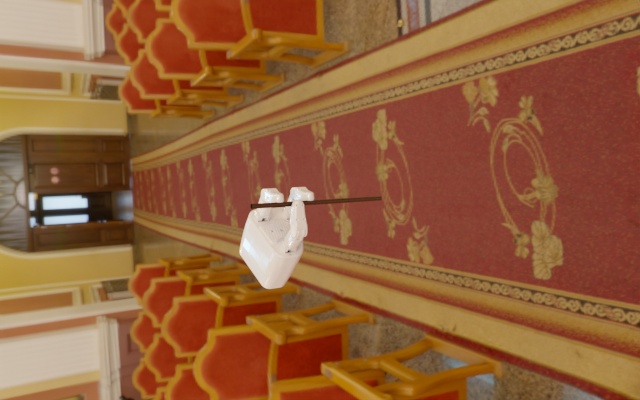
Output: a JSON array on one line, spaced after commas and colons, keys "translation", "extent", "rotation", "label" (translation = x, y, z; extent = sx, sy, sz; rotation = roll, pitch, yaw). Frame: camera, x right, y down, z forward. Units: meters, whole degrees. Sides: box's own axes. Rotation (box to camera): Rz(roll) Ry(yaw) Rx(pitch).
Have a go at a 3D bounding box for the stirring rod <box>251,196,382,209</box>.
[{"translation": [0.000, 0.003, 0.789], "extent": [0.239, 0.011, 0.011], "rotation": [-3, 2, -28], "label": "stirring rod"}]
